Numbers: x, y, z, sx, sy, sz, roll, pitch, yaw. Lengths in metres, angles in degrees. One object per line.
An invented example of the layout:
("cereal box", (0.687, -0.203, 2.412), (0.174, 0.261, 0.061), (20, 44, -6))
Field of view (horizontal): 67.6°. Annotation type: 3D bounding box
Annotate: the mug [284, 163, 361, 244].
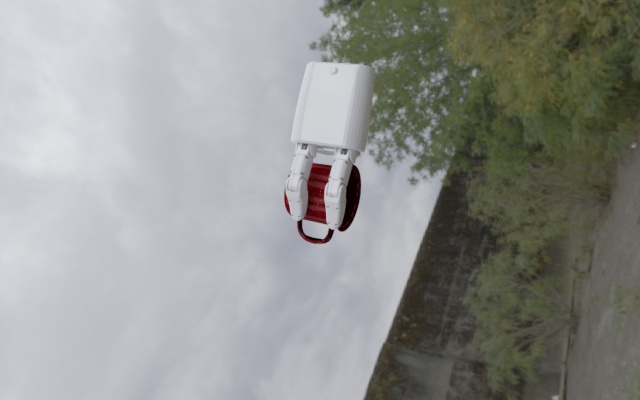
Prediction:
("mug", (0.000, 0.004, 0.665), (0.081, 0.117, 0.093), (11, -1, 24))
